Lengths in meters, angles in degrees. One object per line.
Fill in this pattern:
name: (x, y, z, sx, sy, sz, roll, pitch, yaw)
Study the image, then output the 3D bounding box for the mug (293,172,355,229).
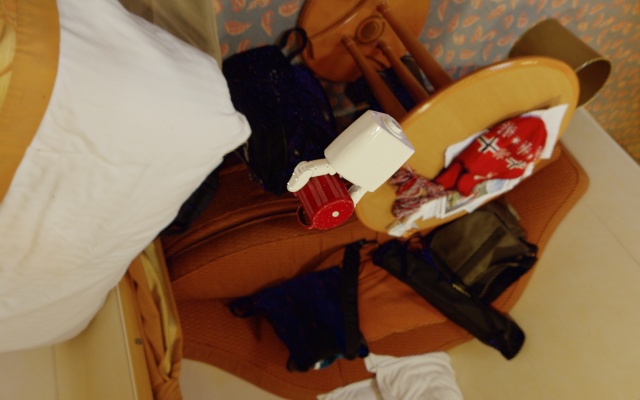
mug: (-0.001, 0.004, 0.836, 0.093, 0.081, 0.117, 14, -50, -46)
